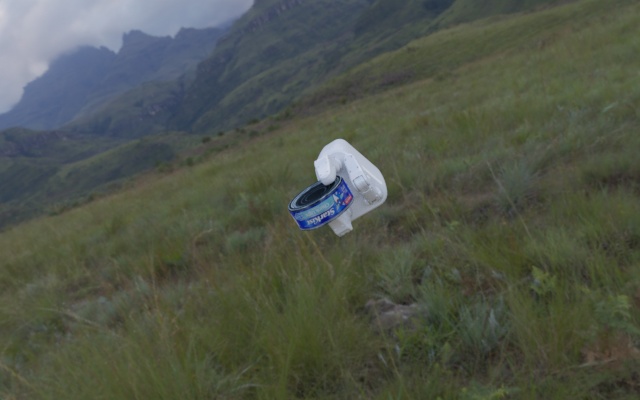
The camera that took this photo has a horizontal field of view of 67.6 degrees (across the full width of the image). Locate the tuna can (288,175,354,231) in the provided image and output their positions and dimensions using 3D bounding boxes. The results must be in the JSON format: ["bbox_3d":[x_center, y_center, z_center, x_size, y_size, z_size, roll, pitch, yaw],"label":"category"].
[{"bbox_3d":[0.000,0.002,0.640,0.086,0.034,0.086,-28,17,10],"label":"tuna can"}]
